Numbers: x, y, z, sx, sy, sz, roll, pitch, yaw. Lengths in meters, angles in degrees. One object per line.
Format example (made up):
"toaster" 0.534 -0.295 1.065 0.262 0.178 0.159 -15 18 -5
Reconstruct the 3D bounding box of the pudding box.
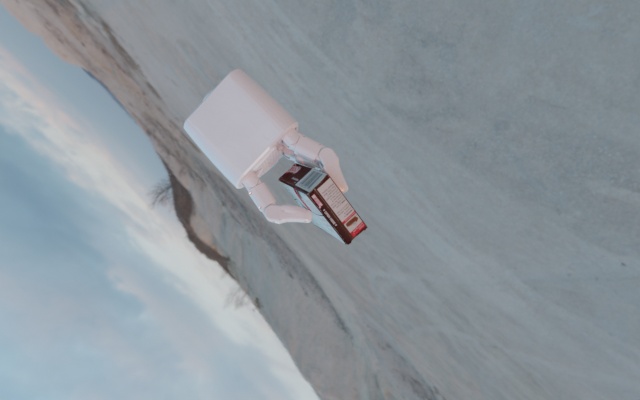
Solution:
"pudding box" 0.000 0.002 0.613 0.039 0.090 0.113 -42 24 -8
